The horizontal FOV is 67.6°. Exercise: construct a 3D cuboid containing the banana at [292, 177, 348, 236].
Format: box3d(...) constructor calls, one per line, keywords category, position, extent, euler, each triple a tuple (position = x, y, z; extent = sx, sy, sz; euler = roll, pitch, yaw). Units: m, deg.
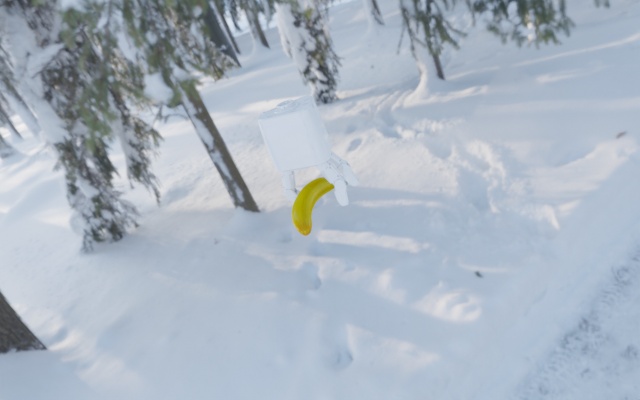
box3d(category="banana", position=(-0.015, 0.001, 0.893), extent=(0.069, 0.037, 0.197), euler=(-1, 31, 28))
